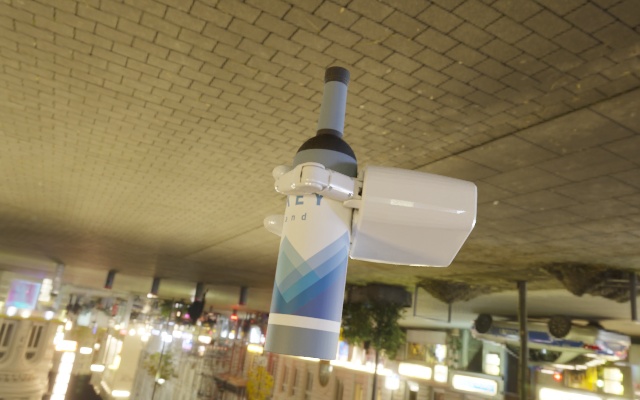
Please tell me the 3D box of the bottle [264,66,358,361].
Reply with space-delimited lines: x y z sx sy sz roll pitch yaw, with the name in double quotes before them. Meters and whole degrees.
"bottle" 0.000 0.002 0.476 0.069 0.295 0.069 7 -16 2
